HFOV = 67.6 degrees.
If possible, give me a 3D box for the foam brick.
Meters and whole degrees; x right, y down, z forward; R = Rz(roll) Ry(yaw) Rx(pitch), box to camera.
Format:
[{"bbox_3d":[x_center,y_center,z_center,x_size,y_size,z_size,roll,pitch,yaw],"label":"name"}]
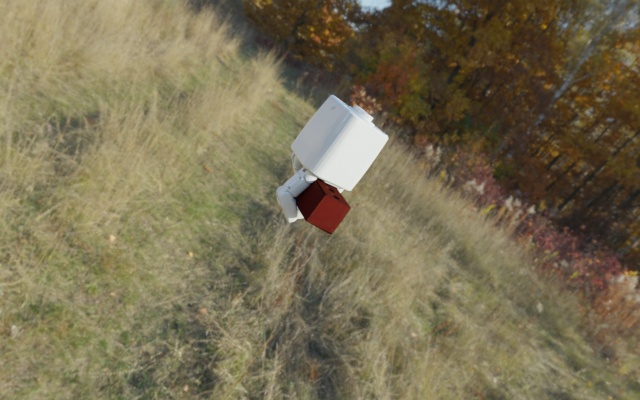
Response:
[{"bbox_3d":[0.000,0.003,0.719,0.053,0.051,0.078,29,16,-33],"label":"foam brick"}]
